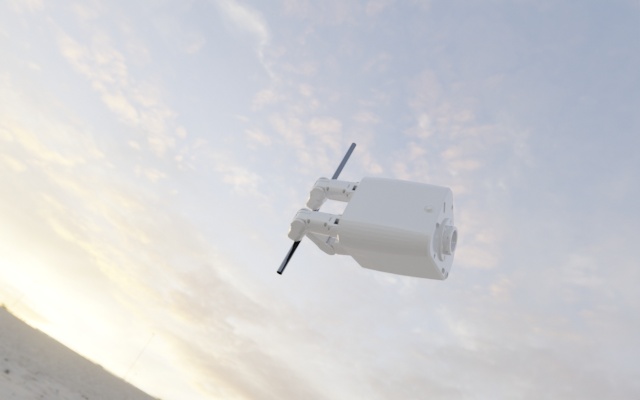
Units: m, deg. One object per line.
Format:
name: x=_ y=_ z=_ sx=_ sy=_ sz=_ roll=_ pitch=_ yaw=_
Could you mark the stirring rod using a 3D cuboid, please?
stirring rod: x=0.000 y=0.002 z=0.645 sx=0.011 sy=0.239 sz=0.011 roll=20 pitch=-36 yaw=15
